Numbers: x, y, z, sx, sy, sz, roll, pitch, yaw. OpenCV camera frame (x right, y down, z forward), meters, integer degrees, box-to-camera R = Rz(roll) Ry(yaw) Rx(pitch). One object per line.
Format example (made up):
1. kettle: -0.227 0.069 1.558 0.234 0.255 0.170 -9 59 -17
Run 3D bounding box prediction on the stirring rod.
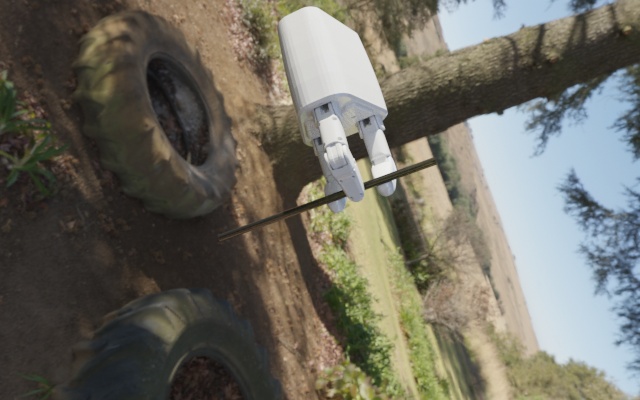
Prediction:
1. stirring rod: 0.000 0.002 0.485 0.239 0.011 0.011 -20 -6 16
